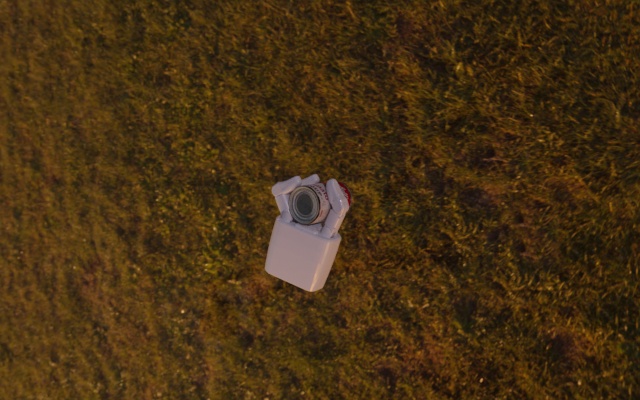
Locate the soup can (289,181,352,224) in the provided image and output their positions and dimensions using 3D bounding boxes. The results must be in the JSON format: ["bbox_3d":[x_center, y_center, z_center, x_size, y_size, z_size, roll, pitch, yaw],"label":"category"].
[{"bbox_3d":[0.000,0.002,0.841,0.068,0.068,0.102,0,6,35],"label":"soup can"}]
